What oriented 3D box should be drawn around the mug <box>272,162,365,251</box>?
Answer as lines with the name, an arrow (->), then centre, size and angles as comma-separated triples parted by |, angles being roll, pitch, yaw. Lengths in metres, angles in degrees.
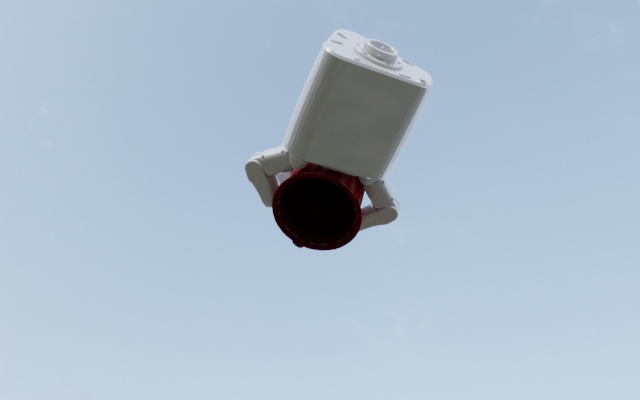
mug -> 0.000, 0.003, 0.518 | 0.093, 0.117, 0.081 | 25, 34, -1
